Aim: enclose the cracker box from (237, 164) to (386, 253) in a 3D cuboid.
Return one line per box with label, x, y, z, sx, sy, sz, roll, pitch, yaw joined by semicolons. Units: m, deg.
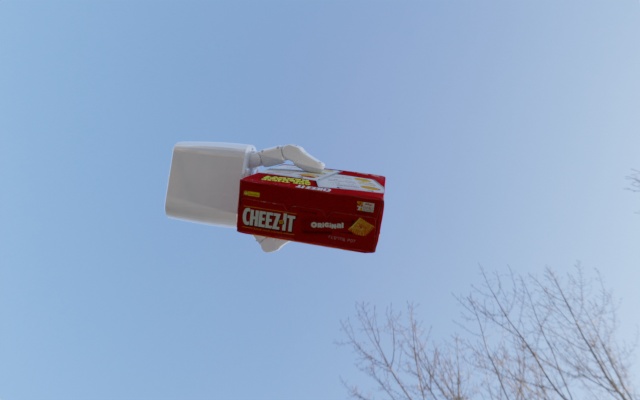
cracker box;0.000;0.002;0.630;0.164;0.072;0.213;8;11;7
